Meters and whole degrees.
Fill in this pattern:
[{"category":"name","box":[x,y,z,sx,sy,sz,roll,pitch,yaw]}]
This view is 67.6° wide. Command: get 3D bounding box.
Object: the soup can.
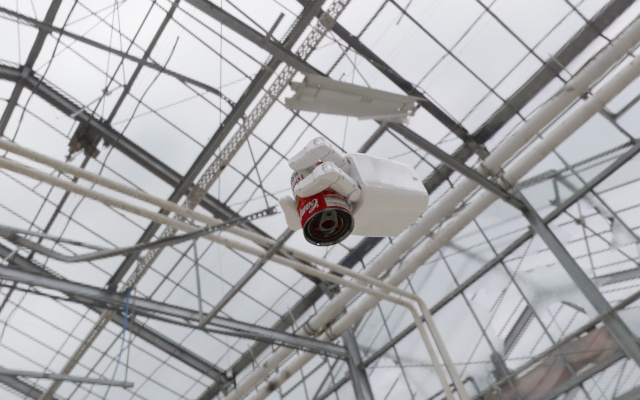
[{"category":"soup can","box":[0.000,0.002,0.643,0.068,0.069,0.102,0,42,-17]}]
